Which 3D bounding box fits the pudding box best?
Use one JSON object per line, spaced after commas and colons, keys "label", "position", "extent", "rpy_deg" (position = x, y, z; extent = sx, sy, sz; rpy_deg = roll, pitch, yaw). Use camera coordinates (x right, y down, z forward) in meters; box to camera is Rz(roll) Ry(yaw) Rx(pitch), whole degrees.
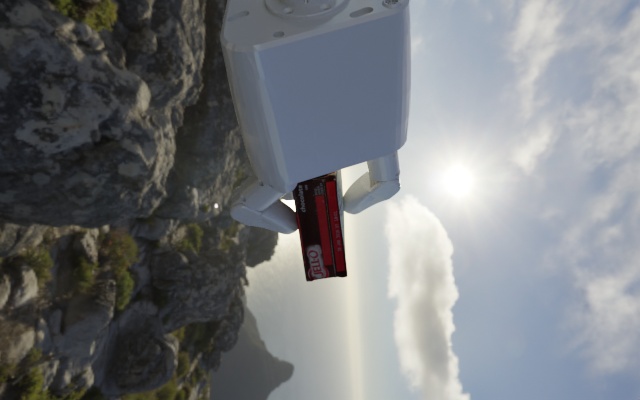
{"label": "pudding box", "position": [0.000, 0.001, 0.409], "extent": [0.039, 0.090, 0.113], "rpy_deg": [-4, 23, 4]}
